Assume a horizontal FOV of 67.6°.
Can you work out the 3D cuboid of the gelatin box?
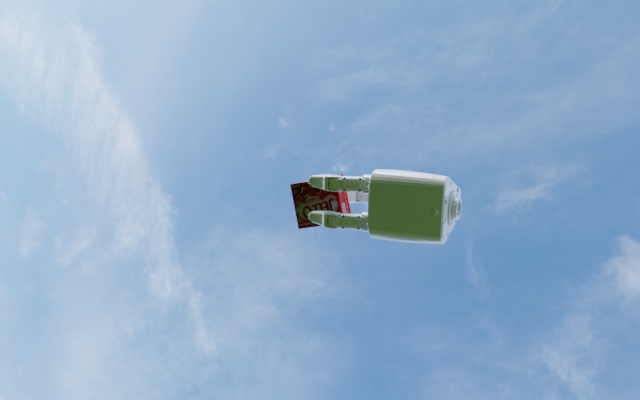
[{"bbox_3d":[0.000,0.002,0.743,0.089,0.073,0.030,-9,3,35],"label":"gelatin box"}]
